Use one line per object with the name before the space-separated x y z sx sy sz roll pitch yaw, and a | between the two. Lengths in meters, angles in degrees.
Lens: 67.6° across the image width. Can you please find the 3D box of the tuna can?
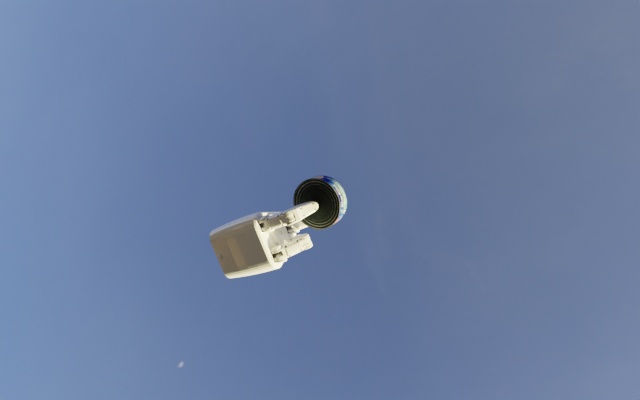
tuna can | 0.000 0.002 0.785 0.086 0.086 0.033 0 14 28
